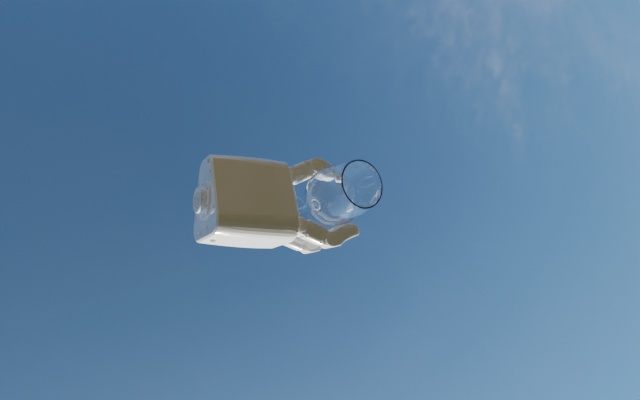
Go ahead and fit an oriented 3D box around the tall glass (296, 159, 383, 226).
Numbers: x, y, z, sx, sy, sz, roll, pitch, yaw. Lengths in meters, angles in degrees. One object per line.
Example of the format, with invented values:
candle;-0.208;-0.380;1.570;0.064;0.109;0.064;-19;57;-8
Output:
tall glass;0.000;0.002;0.658;0.079;0.079;0.201;0;-13;-32
